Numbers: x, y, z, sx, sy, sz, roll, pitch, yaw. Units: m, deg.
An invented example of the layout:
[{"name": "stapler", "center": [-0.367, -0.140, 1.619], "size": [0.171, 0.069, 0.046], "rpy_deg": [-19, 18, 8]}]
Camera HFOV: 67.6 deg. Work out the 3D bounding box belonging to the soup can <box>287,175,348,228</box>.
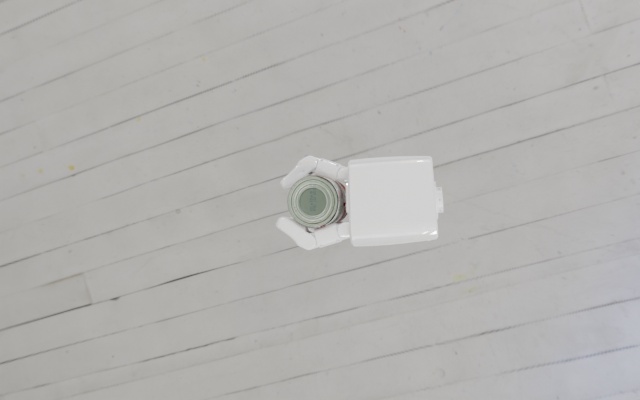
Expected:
[{"name": "soup can", "center": [0.000, 0.002, 0.642], "size": [0.068, 0.068, 0.102], "rpy_deg": [0, 0, 12]}]
